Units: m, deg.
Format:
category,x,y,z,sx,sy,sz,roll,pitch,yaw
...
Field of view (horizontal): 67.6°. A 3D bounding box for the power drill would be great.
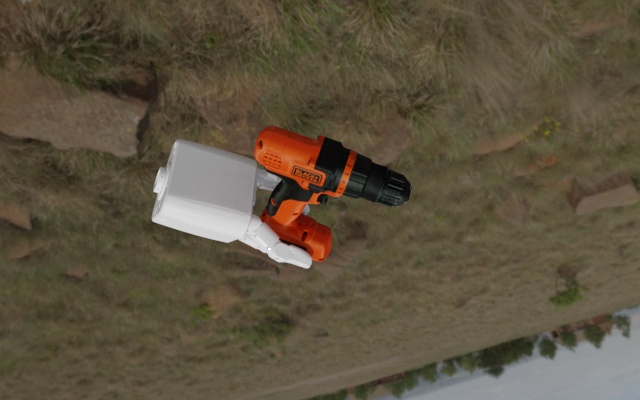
category,x,y,z,sx,sy,sz,roll,pitch,yaw
power drill,0.000,0.002,0.594,0.184,0.057,0.188,21,-40,-1
